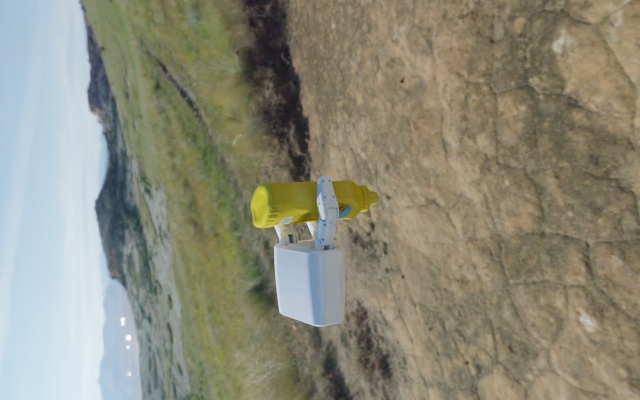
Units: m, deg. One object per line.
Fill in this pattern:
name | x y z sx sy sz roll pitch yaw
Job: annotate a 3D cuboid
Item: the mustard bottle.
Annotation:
mustard bottle | 0.000 0.002 0.707 0.191 0.058 0.096 -4 -20 -24
